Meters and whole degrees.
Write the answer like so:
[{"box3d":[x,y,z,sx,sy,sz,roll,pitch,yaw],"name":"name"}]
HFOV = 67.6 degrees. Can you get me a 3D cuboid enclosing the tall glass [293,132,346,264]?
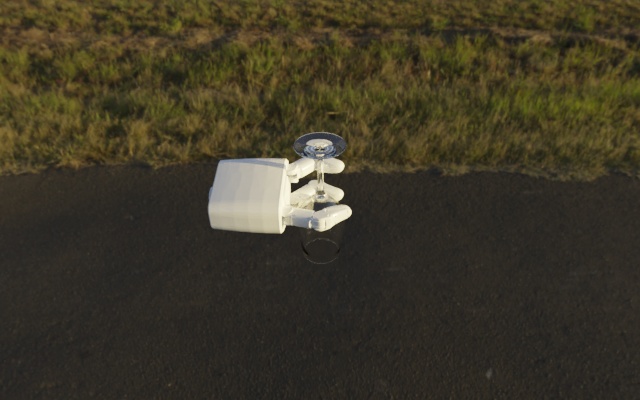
[{"box3d":[0.000,0.002,0.726,0.079,0.201,0.079,-1,36,1],"name":"tall glass"}]
